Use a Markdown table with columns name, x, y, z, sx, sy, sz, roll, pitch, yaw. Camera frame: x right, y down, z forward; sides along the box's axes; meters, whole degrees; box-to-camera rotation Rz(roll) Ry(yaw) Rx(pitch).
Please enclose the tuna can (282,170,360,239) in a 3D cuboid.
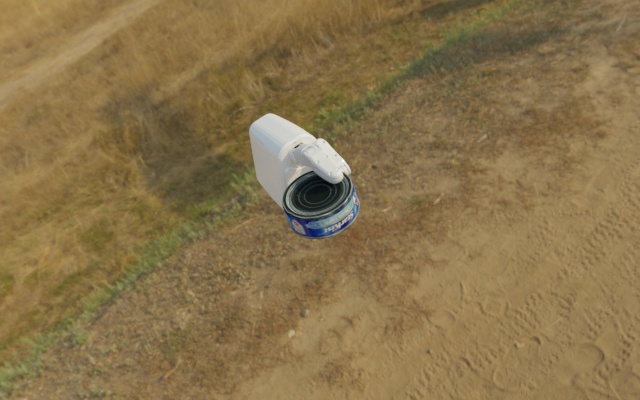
| name | x | y | z | sx | sy | sz | roll | pitch | yaw |
| --- | --- | --- | --- | --- | --- | --- | --- | --- | --- |
| tuna can | 0.000 | 0.001 | 0.548 | 0.086 | 0.034 | 0.086 | -11 | 42 | 10 |
